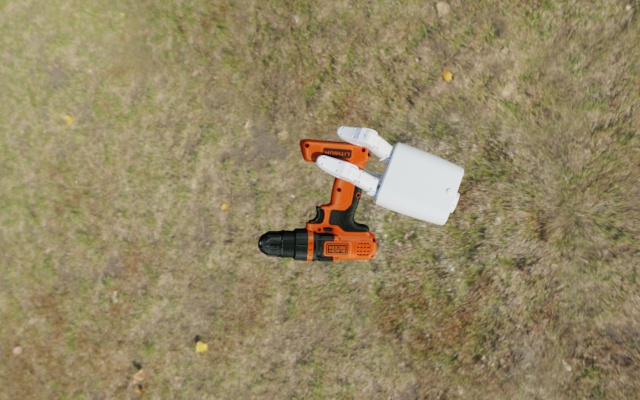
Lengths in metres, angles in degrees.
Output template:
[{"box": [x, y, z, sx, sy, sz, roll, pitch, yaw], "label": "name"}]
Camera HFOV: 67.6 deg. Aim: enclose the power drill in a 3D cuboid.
[{"box": [0.000, 0.002, 0.729, 0.184, 0.188, 0.057, 2, 12, -10], "label": "power drill"}]
